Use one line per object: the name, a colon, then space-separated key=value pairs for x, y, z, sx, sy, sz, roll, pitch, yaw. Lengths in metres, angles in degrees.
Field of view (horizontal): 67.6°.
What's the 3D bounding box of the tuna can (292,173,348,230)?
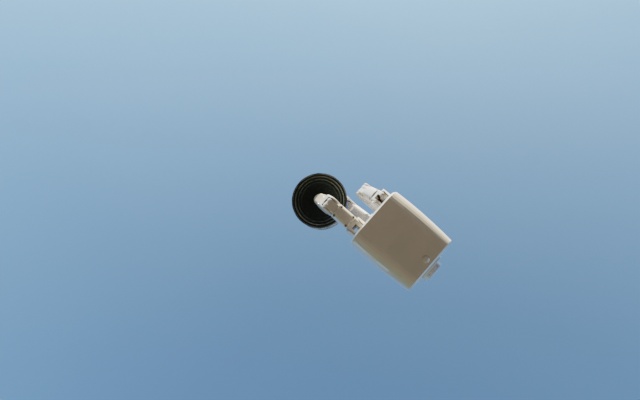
tuna can: x=0.000 y=0.002 z=0.746 sx=0.086 sy=0.086 sz=0.034 roll=0 pitch=-10 yaw=7
